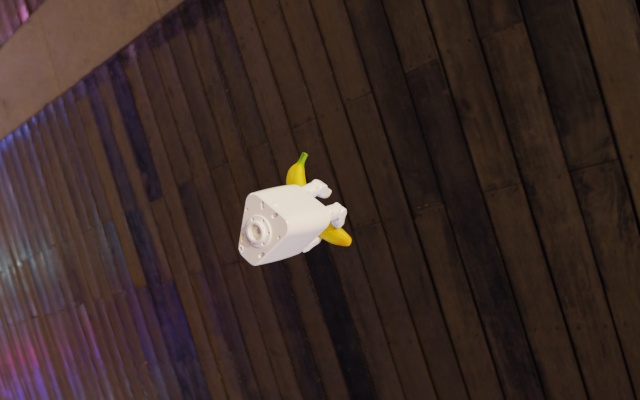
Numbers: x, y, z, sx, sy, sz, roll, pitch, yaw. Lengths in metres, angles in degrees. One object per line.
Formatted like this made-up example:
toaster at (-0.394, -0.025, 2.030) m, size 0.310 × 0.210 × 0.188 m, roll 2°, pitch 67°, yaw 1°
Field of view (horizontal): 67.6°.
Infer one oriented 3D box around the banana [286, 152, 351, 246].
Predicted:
banana at (-0.015, 0.009, 0.886) m, size 0.070 × 0.197 × 0.037 m, roll -35°, pitch -15°, yaw 28°
